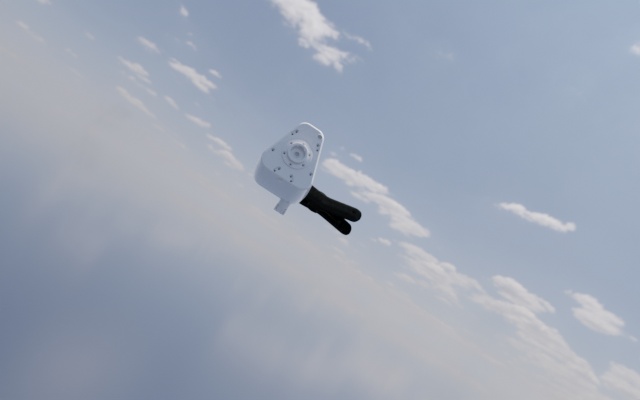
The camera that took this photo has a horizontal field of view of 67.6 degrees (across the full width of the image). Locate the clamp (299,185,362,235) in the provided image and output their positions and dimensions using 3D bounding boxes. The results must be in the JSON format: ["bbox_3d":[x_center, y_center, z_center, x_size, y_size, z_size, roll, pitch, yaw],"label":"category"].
[{"bbox_3d":[0.000,0.002,0.877,0.171,0.039,0.120,33,-24,-5],"label":"clamp"}]
